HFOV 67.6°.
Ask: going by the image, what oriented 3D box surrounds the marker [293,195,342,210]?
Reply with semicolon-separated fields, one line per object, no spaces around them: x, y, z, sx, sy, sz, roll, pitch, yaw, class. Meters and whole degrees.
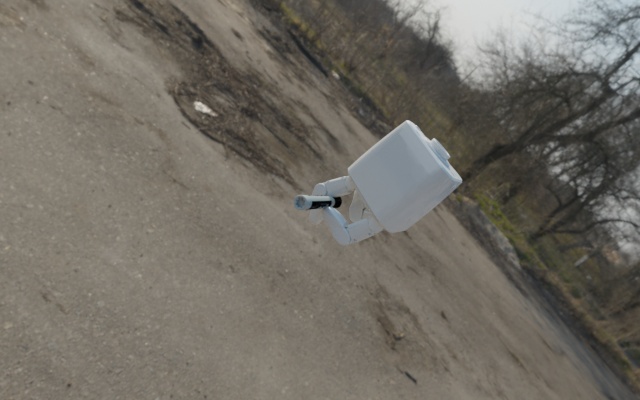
0.000;0.002;0.639;0.020;0.020;0.121;0;0;25;marker
